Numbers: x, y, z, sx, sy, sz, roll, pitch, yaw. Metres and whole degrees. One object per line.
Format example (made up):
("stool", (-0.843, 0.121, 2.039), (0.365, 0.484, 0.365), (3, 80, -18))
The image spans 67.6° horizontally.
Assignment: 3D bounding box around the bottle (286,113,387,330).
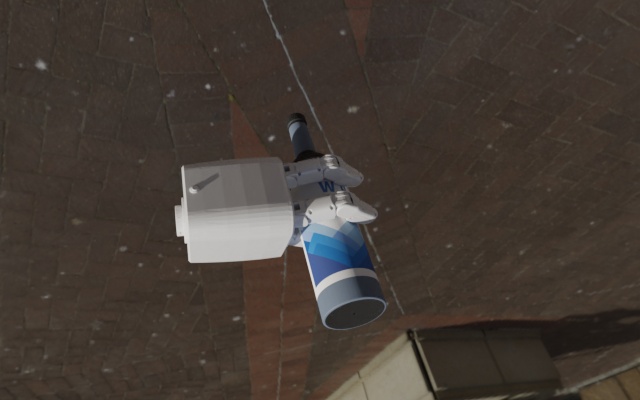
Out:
("bottle", (0.000, 0.002, 0.564), (0.069, 0.295, 0.069), (-11, -38, -8))
